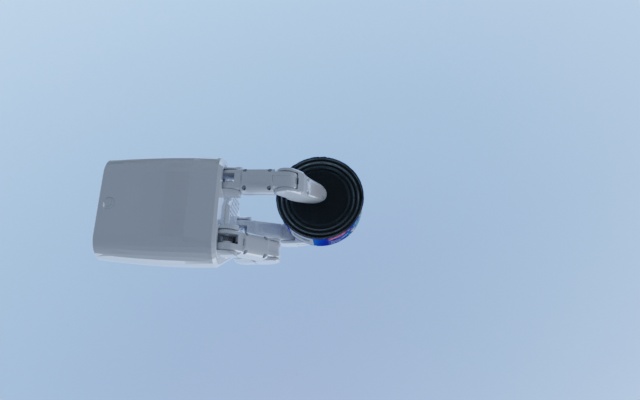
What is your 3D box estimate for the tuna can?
[{"bbox_3d":[0.000,0.002,0.478,0.086,0.086,0.034,0,-20,3],"label":"tuna can"}]
